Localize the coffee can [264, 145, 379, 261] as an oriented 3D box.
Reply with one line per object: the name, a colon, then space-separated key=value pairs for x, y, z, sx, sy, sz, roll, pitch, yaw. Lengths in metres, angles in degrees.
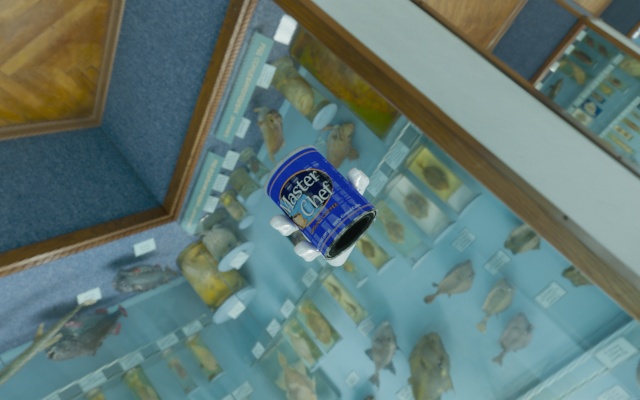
coffee can: x=0.000 y=0.002 z=0.699 sx=0.140 sy=0.103 sz=0.103 roll=46 pitch=19 yaw=19
